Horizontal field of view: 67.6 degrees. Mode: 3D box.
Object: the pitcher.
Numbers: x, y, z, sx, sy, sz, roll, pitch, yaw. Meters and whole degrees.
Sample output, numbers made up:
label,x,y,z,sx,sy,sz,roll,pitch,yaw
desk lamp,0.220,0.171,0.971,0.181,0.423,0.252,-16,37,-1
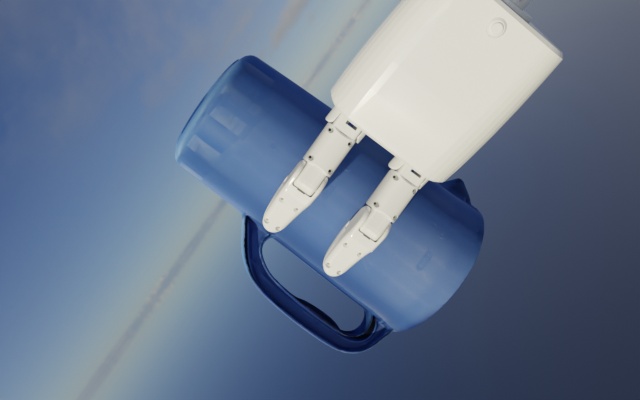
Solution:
label,x,y,z,sx,sy,sz,roll,pitch,yaw
pitcher,0.000,0.001,0.404,0.243,0.145,0.149,36,34,-10
